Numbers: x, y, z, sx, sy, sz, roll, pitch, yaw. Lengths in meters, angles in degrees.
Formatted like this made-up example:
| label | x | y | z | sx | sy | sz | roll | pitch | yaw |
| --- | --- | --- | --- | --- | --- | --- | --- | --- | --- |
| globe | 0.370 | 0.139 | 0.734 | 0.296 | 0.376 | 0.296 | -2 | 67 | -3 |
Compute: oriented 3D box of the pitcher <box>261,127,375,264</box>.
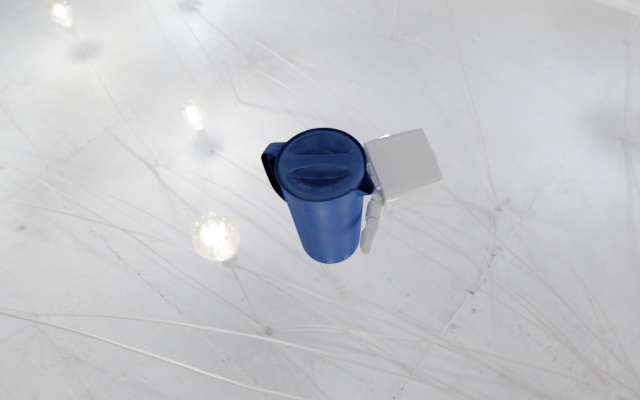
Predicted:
| label | x | y | z | sx | sy | sz | roll | pitch | yaw |
| --- | --- | --- | --- | --- | --- | --- | --- | --- | --- |
| pitcher | 0.000 | 0.003 | 0.779 | 0.145 | 0.149 | 0.243 | -17 | -32 | -6 |
